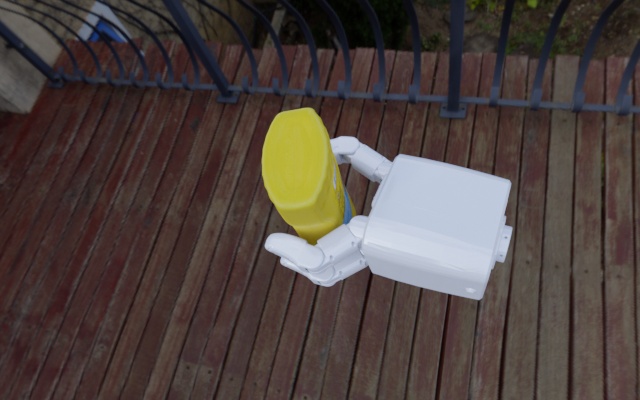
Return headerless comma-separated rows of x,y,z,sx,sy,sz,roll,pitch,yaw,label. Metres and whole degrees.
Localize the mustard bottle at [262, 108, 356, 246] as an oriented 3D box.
0.000,0.001,0.466,0.058,0.096,0.192,-9,-26,10,mustard bottle
